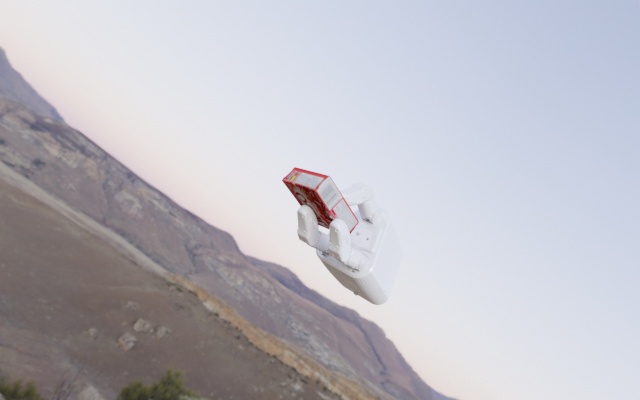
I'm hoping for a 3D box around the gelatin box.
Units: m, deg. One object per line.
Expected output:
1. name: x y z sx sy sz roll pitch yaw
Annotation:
1. gelatin box: 0.000 0.001 0.616 0.073 0.030 0.089 19 -30 49
